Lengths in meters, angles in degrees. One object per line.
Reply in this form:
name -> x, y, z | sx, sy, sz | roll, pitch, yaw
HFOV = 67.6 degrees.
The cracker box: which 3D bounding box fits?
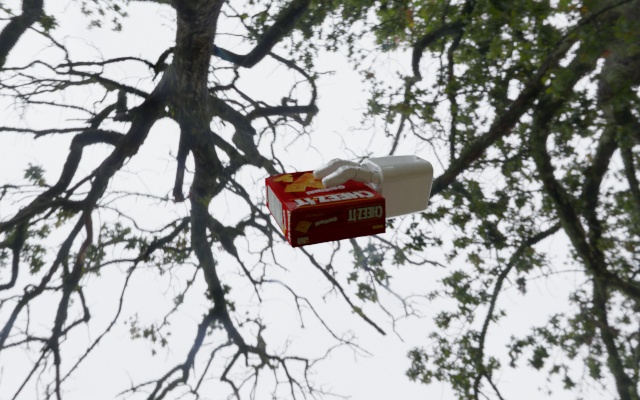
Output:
cracker box -> 0.000, 0.003, 0.854 | 0.164, 0.072, 0.213 | -8, 19, -15
